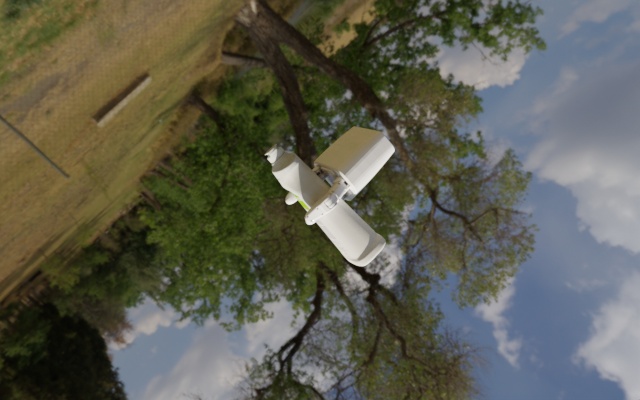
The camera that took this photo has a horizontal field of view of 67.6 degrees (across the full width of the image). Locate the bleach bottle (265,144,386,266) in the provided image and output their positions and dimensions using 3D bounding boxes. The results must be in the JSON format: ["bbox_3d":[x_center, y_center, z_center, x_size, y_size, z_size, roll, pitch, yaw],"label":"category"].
[{"bbox_3d":[0.000,0.003,0.833,0.068,0.251,0.102,-45,14,-11],"label":"bleach bottle"}]
